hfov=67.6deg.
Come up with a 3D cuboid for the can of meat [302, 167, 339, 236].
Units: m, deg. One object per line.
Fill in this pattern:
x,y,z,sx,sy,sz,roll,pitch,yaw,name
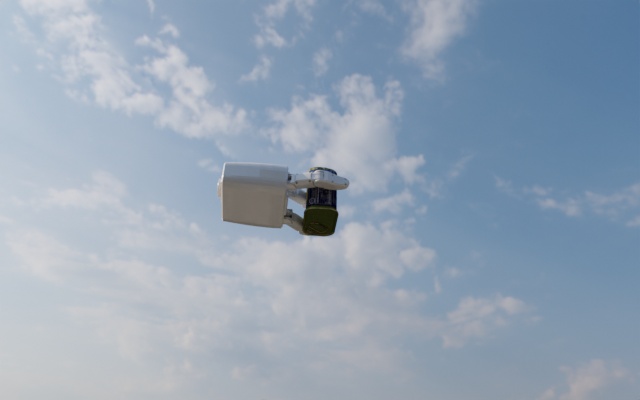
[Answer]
0.000,0.002,0.828,0.057,0.084,0.102,3,-30,-3,can of meat
